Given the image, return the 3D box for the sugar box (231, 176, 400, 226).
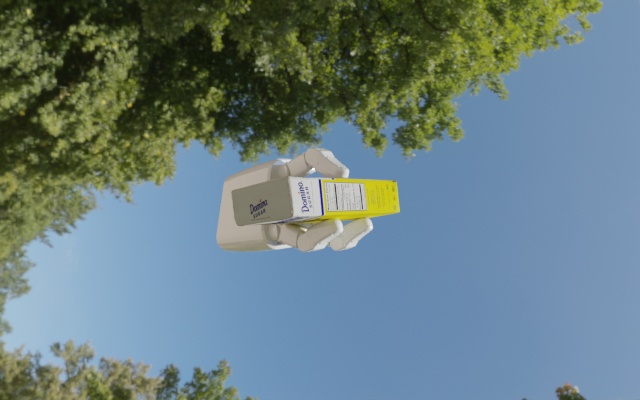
[{"bbox_3d":[0.000,0.002,0.531,0.093,0.048,0.176,-11,-4,44],"label":"sugar box"}]
